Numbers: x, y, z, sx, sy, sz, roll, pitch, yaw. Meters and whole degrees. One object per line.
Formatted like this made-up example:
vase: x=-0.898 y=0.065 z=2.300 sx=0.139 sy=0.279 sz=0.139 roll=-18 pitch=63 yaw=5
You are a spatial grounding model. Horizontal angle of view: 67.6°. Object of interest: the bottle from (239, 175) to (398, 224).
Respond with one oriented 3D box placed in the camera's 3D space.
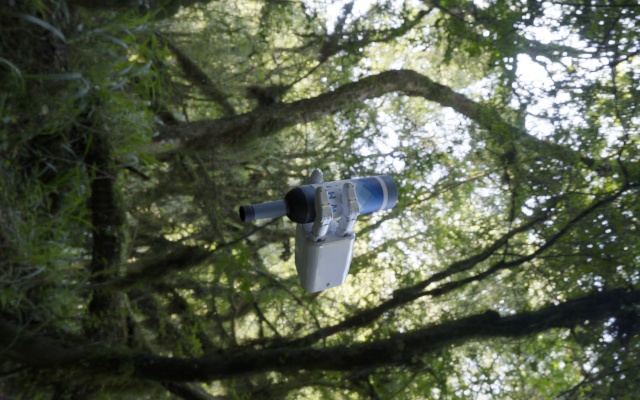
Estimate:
bottle: x=0.000 y=0.003 z=0.844 sx=0.295 sy=0.069 sz=0.069 roll=-9 pitch=4 yaw=-29
